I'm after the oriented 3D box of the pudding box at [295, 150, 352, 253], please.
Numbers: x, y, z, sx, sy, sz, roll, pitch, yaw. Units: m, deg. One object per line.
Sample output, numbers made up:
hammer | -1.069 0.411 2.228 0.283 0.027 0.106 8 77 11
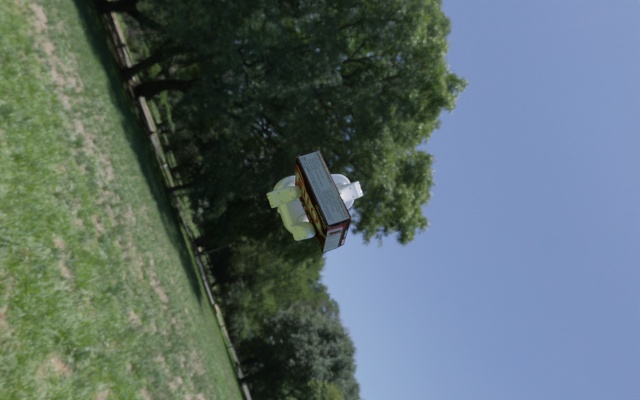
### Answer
pudding box | 0.000 0.002 0.646 0.039 0.113 0.090 -21 -23 -13
